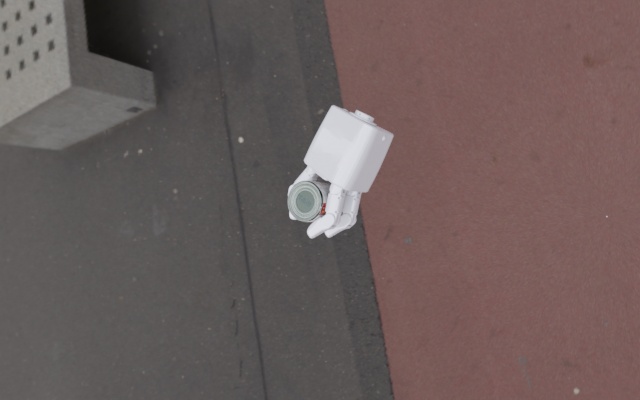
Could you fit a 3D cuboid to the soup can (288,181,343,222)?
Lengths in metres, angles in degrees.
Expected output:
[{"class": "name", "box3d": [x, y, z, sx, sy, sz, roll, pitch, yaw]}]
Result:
[{"class": "soup can", "box3d": [0.000, 0.003, 0.801, 0.068, 0.068, 0.102, 0, -2, 31]}]
